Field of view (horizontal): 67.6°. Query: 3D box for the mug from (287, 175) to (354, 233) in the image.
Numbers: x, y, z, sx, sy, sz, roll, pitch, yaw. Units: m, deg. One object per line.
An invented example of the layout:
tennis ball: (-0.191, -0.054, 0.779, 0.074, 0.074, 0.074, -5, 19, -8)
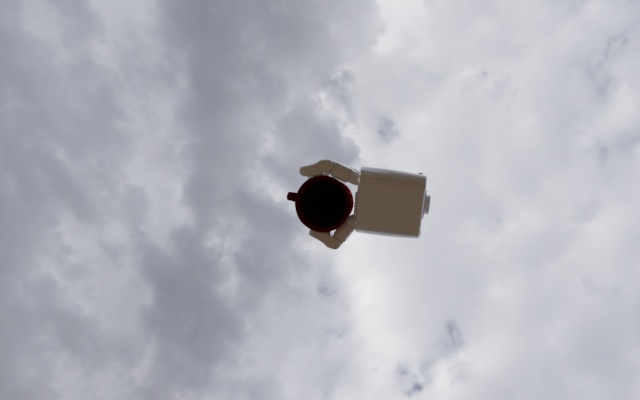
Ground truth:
mug: (-0.001, 0.003, 0.814, 0.117, 0.093, 0.081, 8, 4, 12)
